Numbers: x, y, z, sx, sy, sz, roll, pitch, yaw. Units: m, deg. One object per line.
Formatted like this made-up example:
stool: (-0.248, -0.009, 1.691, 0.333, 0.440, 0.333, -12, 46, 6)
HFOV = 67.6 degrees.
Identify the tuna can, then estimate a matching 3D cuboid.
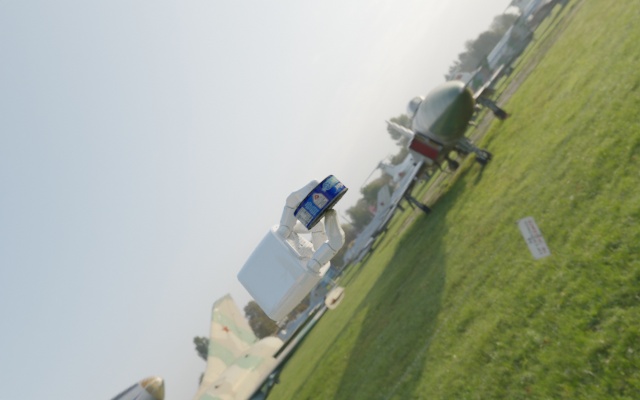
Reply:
tuna can: (0.000, 0.002, 0.704, 0.034, 0.086, 0.086, 44, 5, 6)
